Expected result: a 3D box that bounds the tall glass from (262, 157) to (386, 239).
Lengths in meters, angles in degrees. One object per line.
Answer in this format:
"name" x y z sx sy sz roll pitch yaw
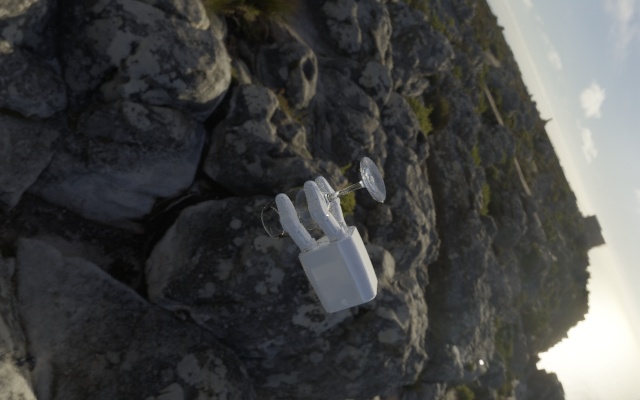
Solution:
"tall glass" 0.001 0.002 0.774 0.201 0.079 0.079 -23 -11 27
